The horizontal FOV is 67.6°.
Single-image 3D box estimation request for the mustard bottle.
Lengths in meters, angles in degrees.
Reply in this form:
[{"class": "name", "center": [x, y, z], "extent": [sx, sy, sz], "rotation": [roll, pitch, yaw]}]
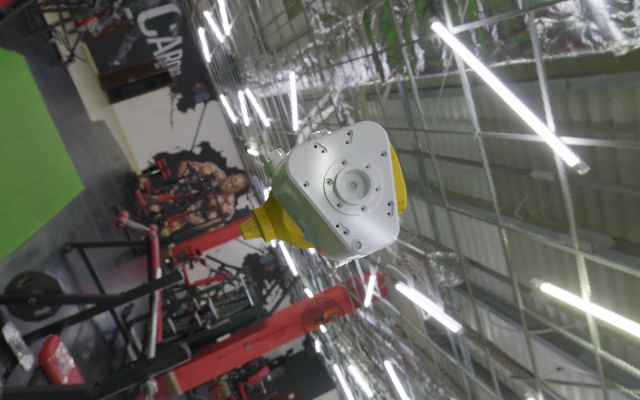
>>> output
[{"class": "mustard bottle", "center": [0.000, 0.002, 0.546], "extent": [0.191, 0.096, 0.058], "rotation": [-22, 22, -12]}]
